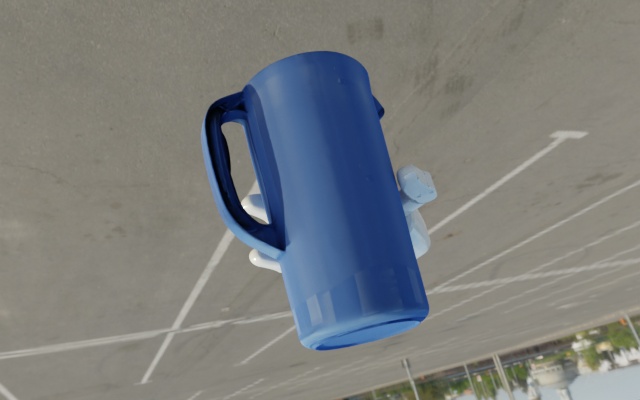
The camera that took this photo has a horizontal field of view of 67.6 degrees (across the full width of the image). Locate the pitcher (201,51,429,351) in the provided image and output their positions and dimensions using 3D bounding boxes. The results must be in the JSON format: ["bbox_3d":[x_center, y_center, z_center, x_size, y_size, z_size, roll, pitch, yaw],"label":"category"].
[{"bbox_3d":[0.000,0.001,0.424,0.149,0.242,0.145,-21,-24,16],"label":"pitcher"}]
